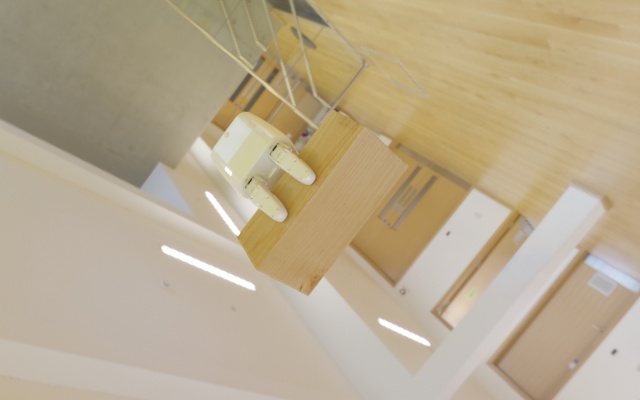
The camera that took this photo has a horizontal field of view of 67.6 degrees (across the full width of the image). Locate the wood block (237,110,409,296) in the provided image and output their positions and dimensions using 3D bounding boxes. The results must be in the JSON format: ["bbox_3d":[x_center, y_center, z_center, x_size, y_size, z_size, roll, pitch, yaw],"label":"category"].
[{"bbox_3d":[0.000,0.002,0.604,0.091,0.206,0.090,35,5,-35],"label":"wood block"}]
